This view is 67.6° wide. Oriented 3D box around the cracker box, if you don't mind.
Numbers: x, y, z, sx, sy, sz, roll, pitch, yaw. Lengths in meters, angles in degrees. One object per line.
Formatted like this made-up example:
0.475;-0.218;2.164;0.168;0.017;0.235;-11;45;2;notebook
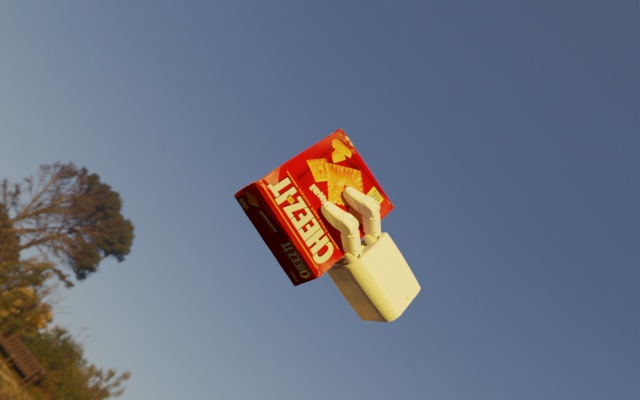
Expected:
0.000;0.002;0.742;0.213;0.164;0.072;-37;6;-42;cracker box
